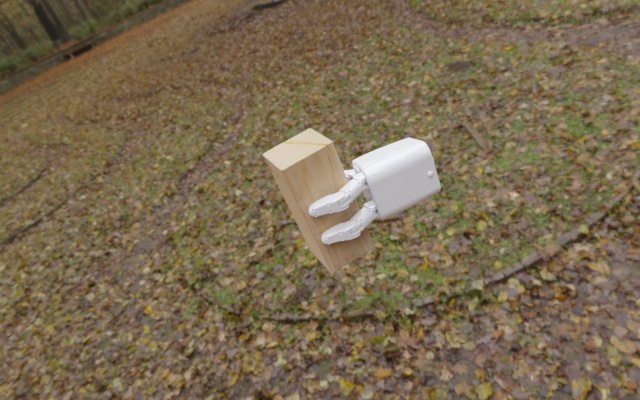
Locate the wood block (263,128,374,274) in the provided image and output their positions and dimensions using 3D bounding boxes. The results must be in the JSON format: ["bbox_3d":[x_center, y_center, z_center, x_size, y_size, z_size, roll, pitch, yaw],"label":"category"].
[{"bbox_3d":[0.000,0.002,0.768,0.090,0.206,0.090,-31,31,-11],"label":"wood block"}]
